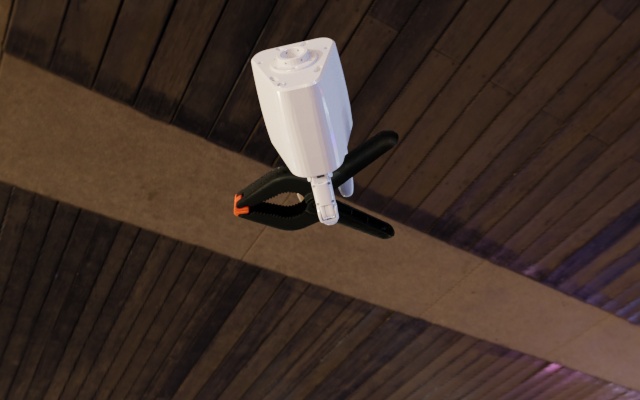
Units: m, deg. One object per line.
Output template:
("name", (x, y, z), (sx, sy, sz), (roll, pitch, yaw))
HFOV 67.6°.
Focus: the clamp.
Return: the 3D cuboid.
("clamp", (0.000, 0.002, 0.597), (0.210, 0.165, 0.036), (-12, 39, 3))
